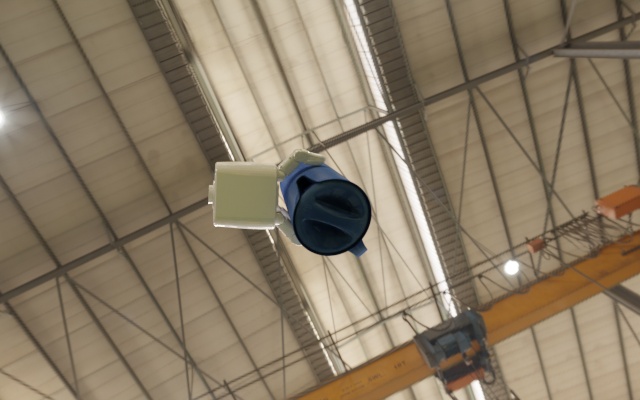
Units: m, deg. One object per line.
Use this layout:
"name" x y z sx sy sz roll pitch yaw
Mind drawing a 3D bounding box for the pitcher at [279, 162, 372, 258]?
"pitcher" 0.000 0.003 0.879 0.145 0.149 0.242 2 17 -14
